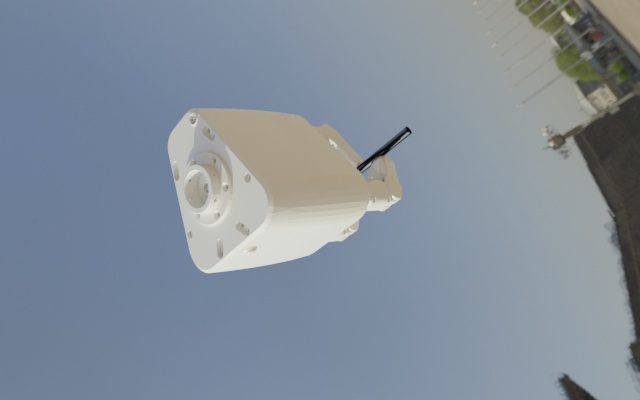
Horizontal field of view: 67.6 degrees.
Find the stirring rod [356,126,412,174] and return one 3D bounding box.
[{"bbox_3d":[0.000,0.002,0.487,0.011,0.011,0.240,0,-32,-50],"label":"stirring rod"}]
